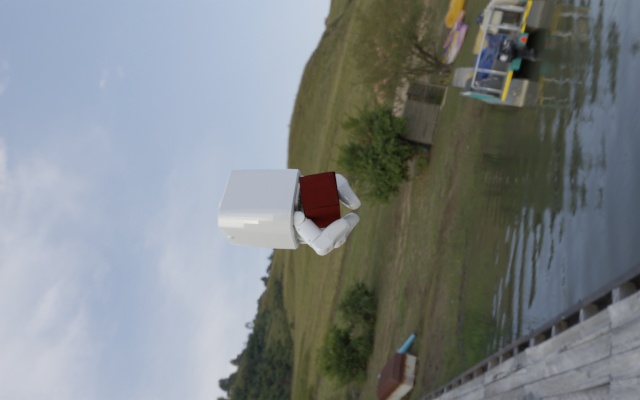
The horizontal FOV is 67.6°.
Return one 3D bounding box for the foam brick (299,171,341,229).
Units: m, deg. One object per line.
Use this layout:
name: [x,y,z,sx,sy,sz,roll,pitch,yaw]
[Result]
foam brick: [0.000,0.002,0.677,0.051,0.053,0.078,-8,-26,0]
